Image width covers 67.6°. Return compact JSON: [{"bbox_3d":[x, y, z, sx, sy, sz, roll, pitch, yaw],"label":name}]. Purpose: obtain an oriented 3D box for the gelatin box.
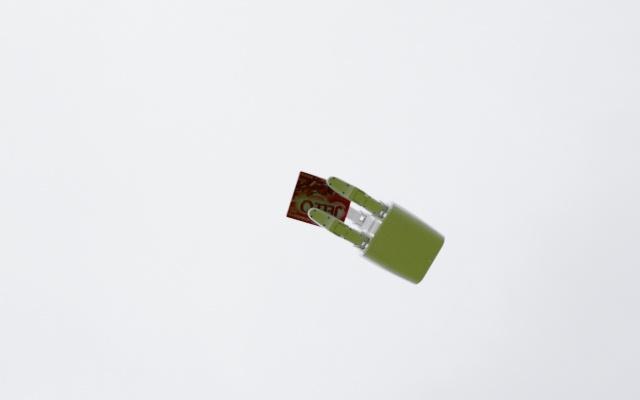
[{"bbox_3d":[0.000,0.002,0.723,0.089,0.073,0.030,17,4,-4],"label":"gelatin box"}]
